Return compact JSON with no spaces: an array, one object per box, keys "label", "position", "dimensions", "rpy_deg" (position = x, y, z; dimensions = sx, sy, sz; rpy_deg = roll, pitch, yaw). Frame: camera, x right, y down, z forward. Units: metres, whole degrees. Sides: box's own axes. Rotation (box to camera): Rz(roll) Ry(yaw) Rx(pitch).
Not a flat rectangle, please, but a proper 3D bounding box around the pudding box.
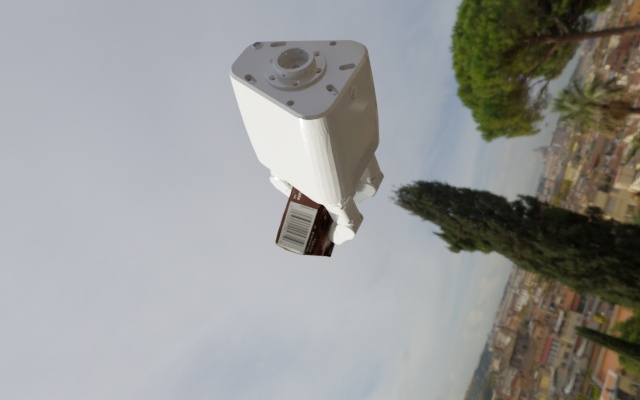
[{"label":"pudding box","position":[0.000,0.002,0.505],"dimensions":[0.039,0.113,0.090],"rpy_deg":[19,-1,21]}]
